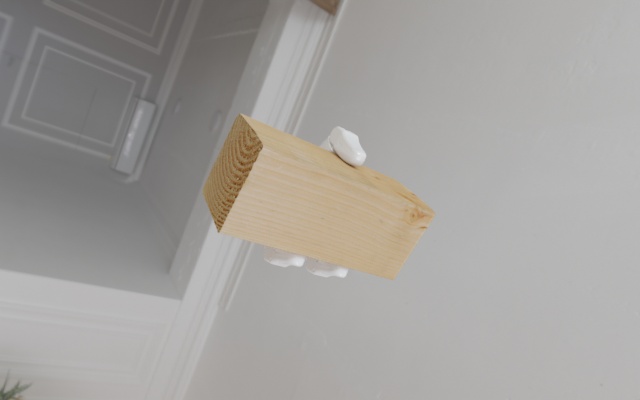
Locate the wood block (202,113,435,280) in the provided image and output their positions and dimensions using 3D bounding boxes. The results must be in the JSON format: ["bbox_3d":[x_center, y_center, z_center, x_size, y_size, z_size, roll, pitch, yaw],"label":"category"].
[{"bbox_3d":[0.000,0.001,0.484,0.206,0.091,0.090,19,18,-31],"label":"wood block"}]
